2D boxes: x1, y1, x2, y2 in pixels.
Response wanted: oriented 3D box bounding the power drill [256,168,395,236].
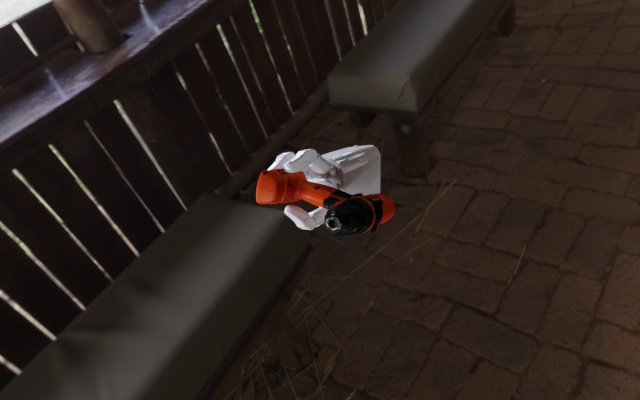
[{"bbox_3d":[0.000,0.002,0.709,0.187,0.057,0.184,19,13,26],"label":"power drill"}]
